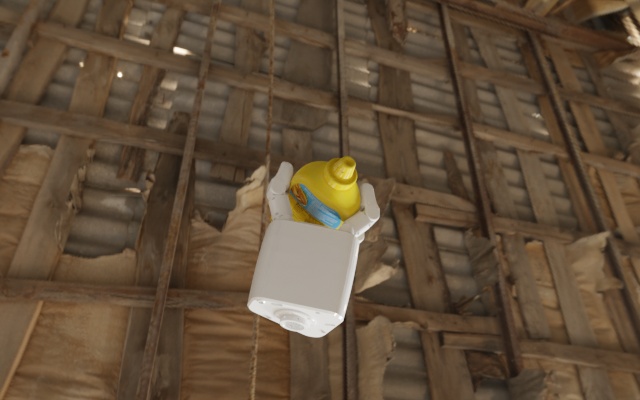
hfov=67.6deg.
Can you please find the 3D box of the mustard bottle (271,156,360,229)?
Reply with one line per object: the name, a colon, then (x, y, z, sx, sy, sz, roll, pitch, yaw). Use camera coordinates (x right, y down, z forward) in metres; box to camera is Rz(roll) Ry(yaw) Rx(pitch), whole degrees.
mustard bottle: (0.000, 0.002, 0.638, 0.058, 0.096, 0.192, -46, -5, -36)
